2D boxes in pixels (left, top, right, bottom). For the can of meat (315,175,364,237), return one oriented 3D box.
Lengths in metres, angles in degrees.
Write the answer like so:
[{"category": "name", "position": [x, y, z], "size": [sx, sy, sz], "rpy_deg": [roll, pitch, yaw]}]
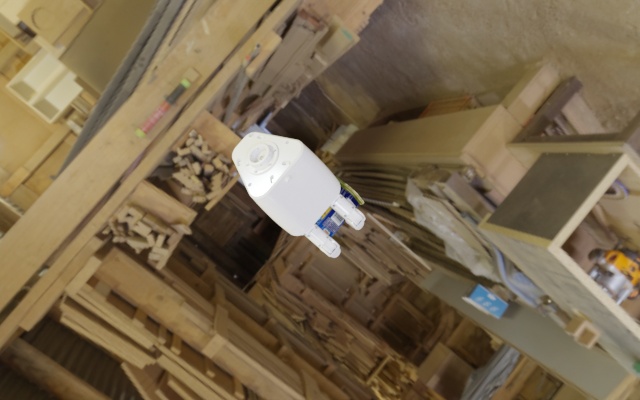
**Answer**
[{"category": "can of meat", "position": [0.000, 0.003, 0.725], "size": [0.102, 0.084, 0.057], "rpy_deg": [38, -6, 37]}]
